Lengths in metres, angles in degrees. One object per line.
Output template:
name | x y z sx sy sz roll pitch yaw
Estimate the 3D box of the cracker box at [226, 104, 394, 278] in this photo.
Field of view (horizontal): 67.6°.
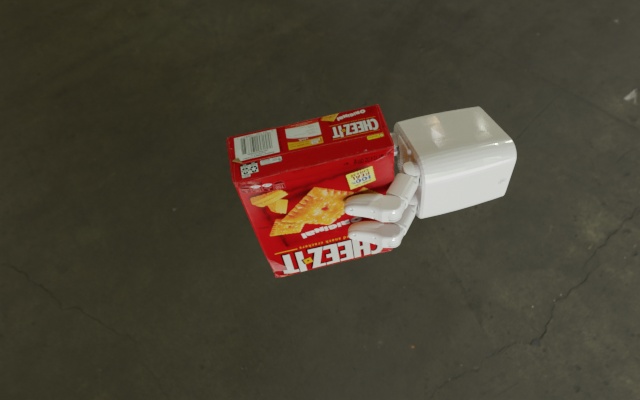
cracker box | 0.000 0.002 0.559 0.164 0.072 0.214 -13 -36 -1
